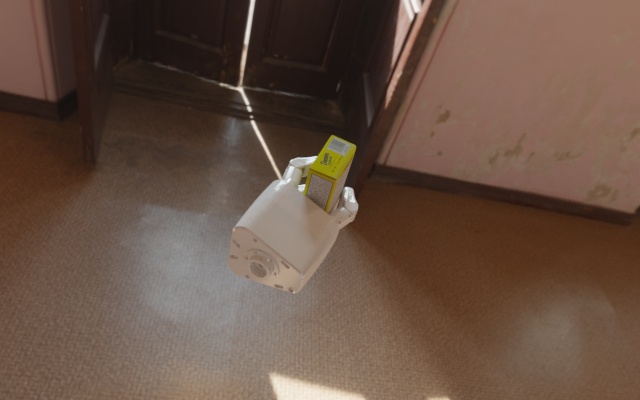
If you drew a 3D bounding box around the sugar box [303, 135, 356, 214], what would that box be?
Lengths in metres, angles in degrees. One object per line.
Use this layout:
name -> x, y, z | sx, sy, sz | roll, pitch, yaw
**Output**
sugar box -> 0.000, 0.002, 0.701 | 0.048, 0.176, 0.093 | 25, 42, 6
